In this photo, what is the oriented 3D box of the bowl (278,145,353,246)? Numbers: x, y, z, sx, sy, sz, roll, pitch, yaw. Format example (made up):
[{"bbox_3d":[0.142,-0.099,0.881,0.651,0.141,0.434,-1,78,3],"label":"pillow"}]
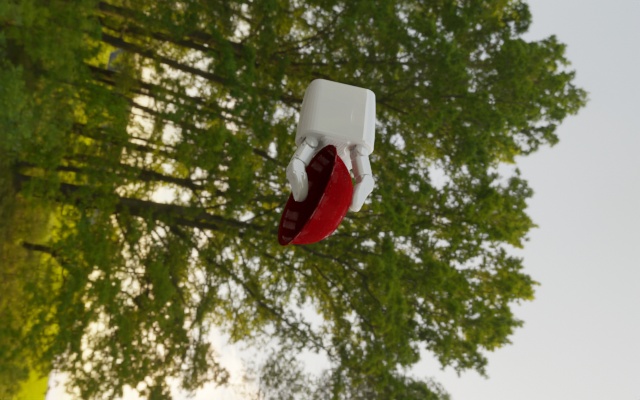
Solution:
[{"bbox_3d":[0.000,0.004,0.691,0.055,0.162,0.162,28,-9,-17],"label":"bowl"}]
